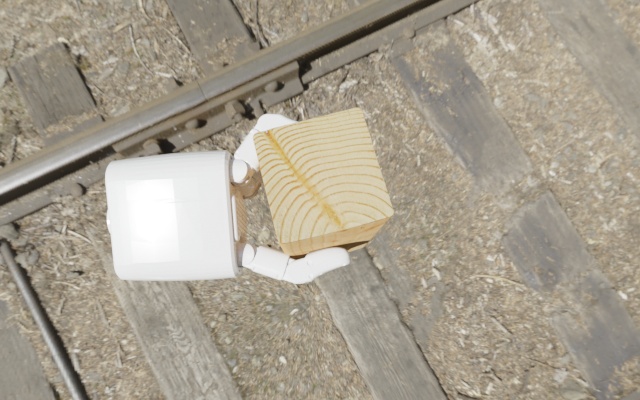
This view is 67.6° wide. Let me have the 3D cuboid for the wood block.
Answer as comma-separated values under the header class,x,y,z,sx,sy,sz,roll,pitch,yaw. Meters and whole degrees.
class,x,y,z,sx,sy,sz,roll,pitch,yaw
wood block,0.000,0.002,0.456,0.090,0.091,0.206,-14,-11,-4
